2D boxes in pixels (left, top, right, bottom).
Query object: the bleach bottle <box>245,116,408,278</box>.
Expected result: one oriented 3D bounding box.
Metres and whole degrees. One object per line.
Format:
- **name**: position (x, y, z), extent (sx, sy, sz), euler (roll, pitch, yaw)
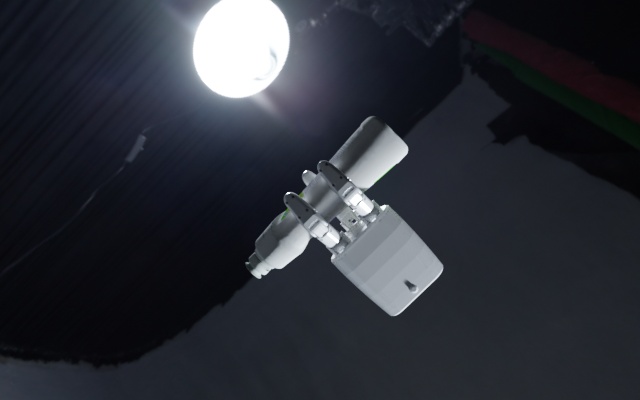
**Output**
- **bleach bottle**: position (0.000, 0.002, 0.622), extent (0.068, 0.251, 0.102), euler (45, 5, -4)
